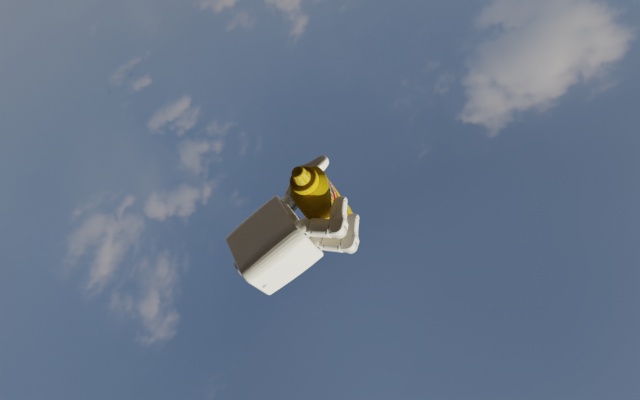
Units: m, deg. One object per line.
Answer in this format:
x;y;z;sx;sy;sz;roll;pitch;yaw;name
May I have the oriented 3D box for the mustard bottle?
0.001;0.002;0.730;0.058;0.096;0.192;-18;-31;13;mustard bottle
